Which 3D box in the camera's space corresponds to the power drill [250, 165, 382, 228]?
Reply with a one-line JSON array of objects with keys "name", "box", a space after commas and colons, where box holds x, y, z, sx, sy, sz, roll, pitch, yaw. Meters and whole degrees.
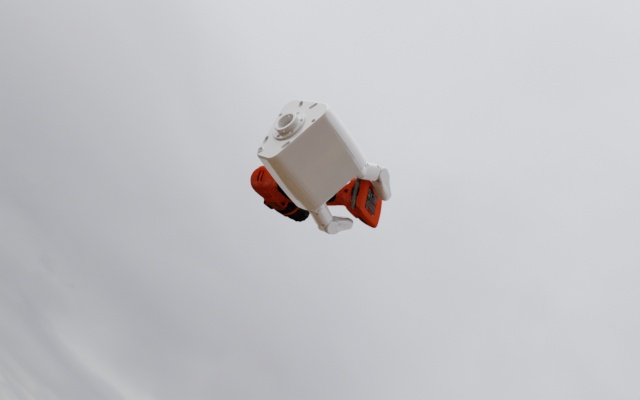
[{"name": "power drill", "box": [0.000, 0.002, 0.775, 0.187, 0.057, 0.184, 5, -17, 22]}]
